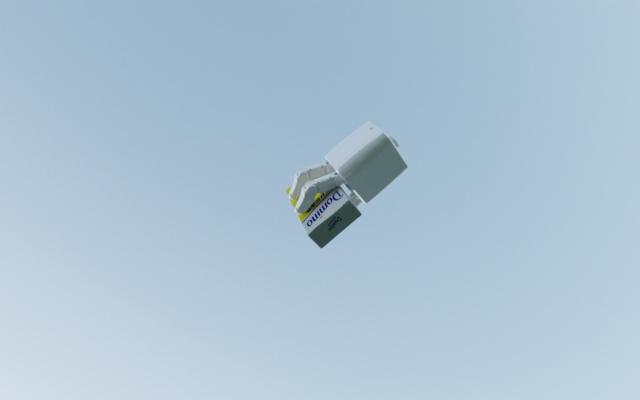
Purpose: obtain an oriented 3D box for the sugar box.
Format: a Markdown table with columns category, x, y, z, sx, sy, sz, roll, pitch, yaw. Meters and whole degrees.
| category | x | y | z | sx | sy | sz | roll | pitch | yaw |
| --- | --- | --- | --- | --- | --- | --- | --- | --- | --- |
| sugar box | 0.000 | 0.002 | 0.858 | 0.048 | 0.093 | 0.176 | 47 | 5 | -28 |
